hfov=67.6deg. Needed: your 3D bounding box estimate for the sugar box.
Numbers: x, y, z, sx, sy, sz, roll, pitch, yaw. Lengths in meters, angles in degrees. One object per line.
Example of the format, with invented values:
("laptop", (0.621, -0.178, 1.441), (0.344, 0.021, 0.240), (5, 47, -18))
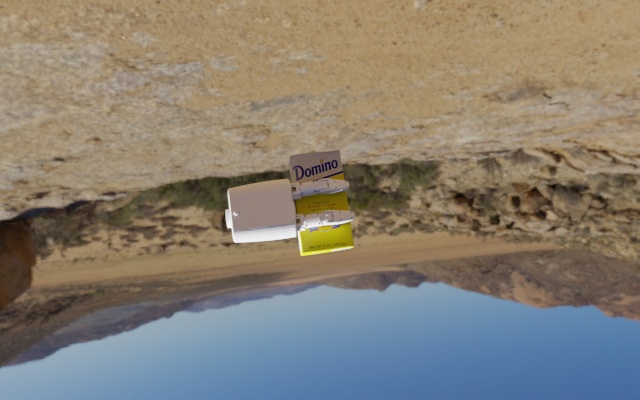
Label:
("sugar box", (0.000, 0.003, 0.841), (0.093, 0.176, 0.048), (-7, -9, -7))
